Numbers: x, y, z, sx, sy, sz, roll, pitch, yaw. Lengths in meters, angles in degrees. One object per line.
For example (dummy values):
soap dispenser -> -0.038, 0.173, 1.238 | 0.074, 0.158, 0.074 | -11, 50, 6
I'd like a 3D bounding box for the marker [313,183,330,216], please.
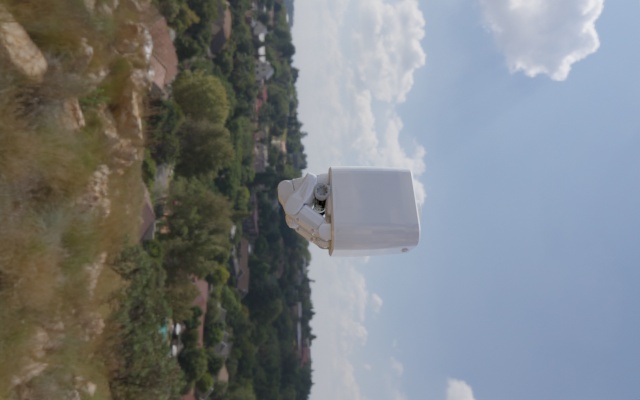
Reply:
marker -> 0.000, 0.002, 0.631 | 0.020, 0.020, 0.121 | 0, -14, -2
